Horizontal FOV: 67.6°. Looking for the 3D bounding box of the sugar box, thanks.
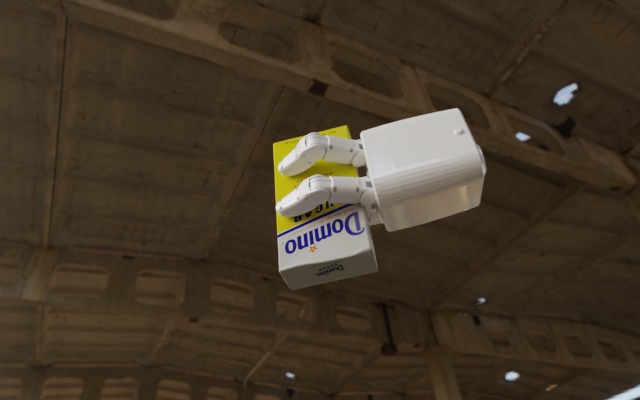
[{"bbox_3d":[0.000,0.001,0.512,0.093,0.176,0.048,-14,-42,7],"label":"sugar box"}]
